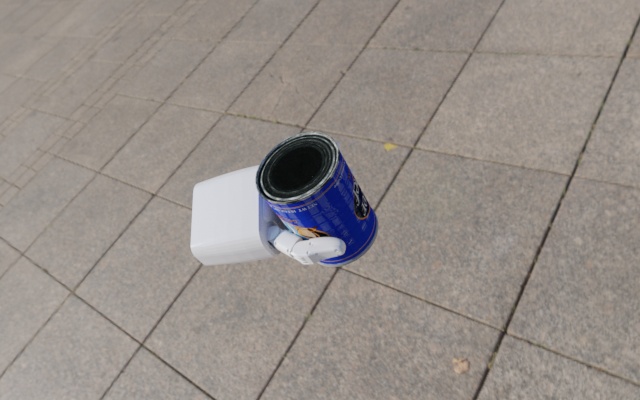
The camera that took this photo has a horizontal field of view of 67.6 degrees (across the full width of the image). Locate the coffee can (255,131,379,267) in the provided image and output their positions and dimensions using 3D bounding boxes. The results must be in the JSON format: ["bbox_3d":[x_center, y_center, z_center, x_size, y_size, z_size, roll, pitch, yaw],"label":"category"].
[{"bbox_3d":[0.000,0.002,0.575,0.103,0.102,0.140,0,-35,29],"label":"coffee can"}]
